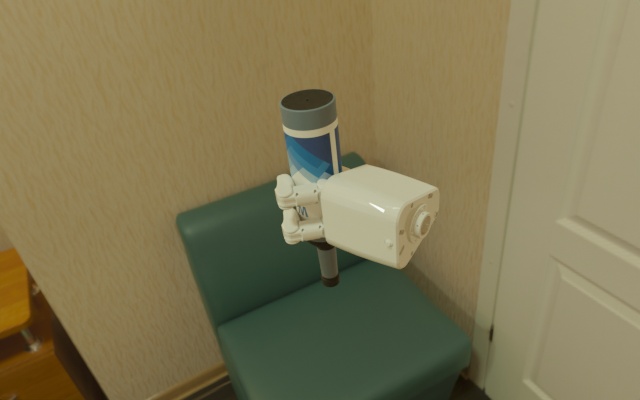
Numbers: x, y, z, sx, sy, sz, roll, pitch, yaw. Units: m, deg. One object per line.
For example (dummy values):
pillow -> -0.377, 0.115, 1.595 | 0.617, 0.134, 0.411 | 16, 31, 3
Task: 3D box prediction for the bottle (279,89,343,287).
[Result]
bottle -> 0.000, 0.002, 0.643 | 0.069, 0.296, 0.069 | -5, 34, 3
